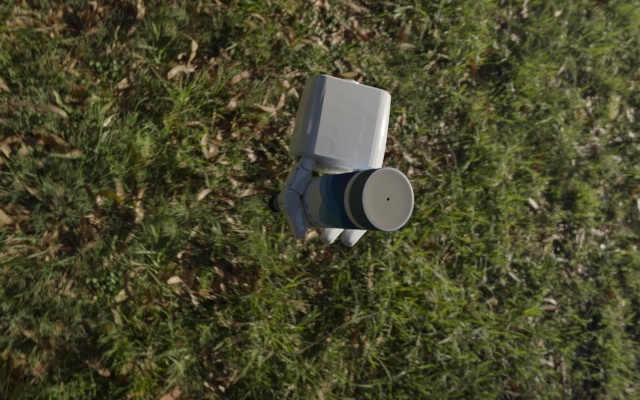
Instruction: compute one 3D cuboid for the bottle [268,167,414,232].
[{"bbox_3d":[0.000,0.002,0.617,0.069,0.069,0.296,0,-1,-28],"label":"bottle"}]
